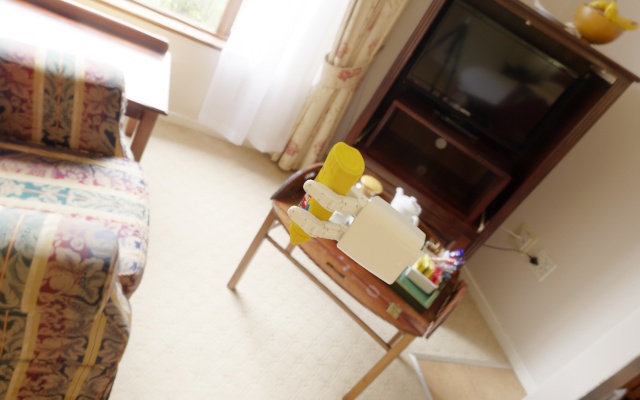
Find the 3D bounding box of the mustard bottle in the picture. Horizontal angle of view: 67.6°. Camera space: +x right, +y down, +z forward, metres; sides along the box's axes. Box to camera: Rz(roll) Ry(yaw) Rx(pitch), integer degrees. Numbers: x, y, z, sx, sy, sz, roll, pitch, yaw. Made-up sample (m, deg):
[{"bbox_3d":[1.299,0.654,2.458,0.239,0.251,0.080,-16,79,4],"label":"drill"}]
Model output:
[{"bbox_3d":[0.000,0.002,0.781,0.058,0.192,0.096,26,30,-13],"label":"mustard bottle"}]
